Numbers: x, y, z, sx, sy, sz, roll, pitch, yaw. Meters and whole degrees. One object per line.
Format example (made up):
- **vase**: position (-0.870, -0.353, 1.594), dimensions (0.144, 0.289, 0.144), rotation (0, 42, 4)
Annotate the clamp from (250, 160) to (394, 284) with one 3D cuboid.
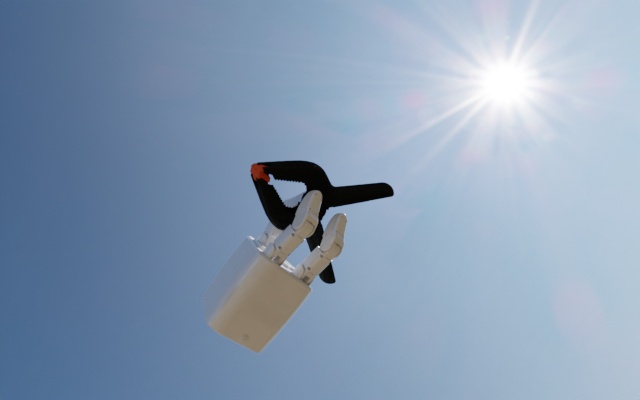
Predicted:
- **clamp**: position (-0.001, 0.002, 0.625), dimensions (0.210, 0.164, 0.036), rotation (41, -5, -36)
